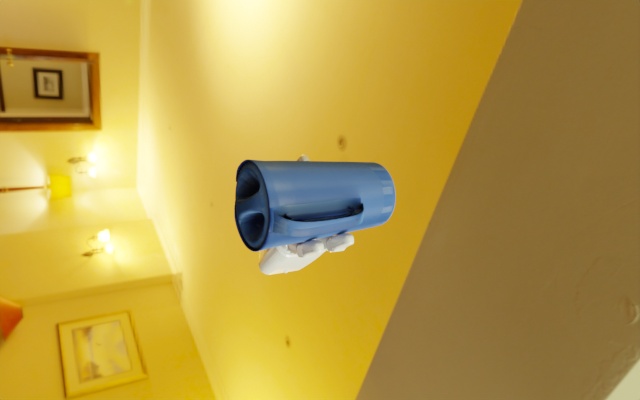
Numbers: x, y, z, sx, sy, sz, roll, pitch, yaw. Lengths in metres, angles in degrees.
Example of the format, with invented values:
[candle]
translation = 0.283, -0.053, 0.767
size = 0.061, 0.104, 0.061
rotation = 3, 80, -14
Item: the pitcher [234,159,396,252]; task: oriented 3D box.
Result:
[pitcher]
translation = 0.000, 0.002, 0.738
size = 0.243, 0.149, 0.145
rotation = -6, -25, -31
